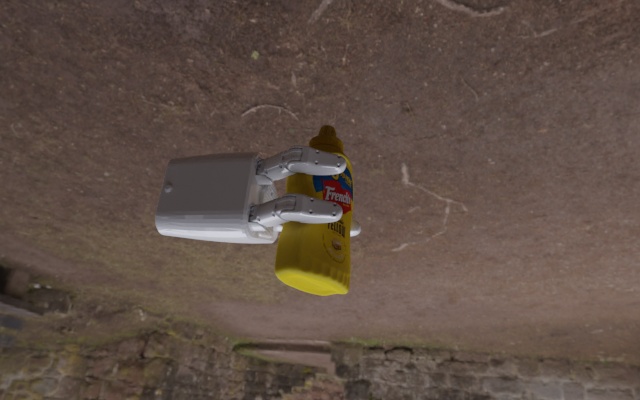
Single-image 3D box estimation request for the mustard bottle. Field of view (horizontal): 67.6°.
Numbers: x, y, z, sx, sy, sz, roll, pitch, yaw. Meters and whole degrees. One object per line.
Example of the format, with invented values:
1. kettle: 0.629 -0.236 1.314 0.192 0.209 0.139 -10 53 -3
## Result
1. mustard bottle: 0.000 0.002 0.529 0.058 0.191 0.096 -13 -30 35
